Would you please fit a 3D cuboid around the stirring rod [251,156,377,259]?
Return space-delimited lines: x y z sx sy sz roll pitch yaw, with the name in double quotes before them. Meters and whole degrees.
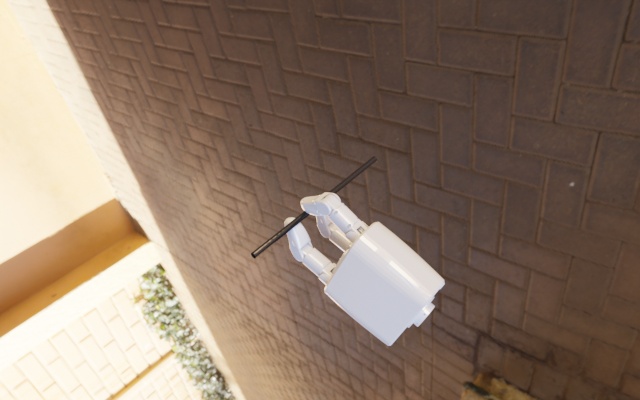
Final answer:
"stirring rod" 0.000 0.002 0.621 0.239 0.011 0.011 -39 24 -34
